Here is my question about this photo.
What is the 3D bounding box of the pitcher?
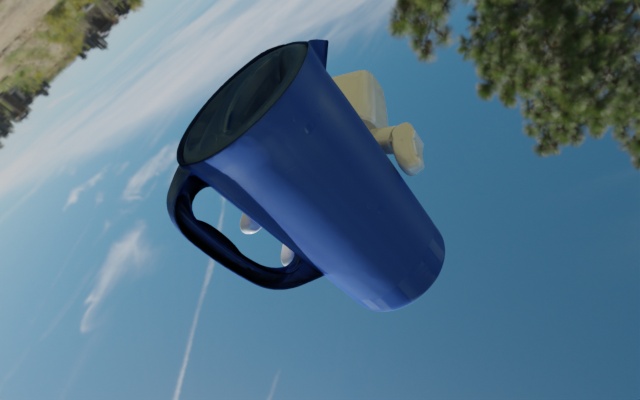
[{"bbox_3d":[0.000,0.001,0.415,0.149,0.145,0.243,-26,-55,27],"label":"pitcher"}]
